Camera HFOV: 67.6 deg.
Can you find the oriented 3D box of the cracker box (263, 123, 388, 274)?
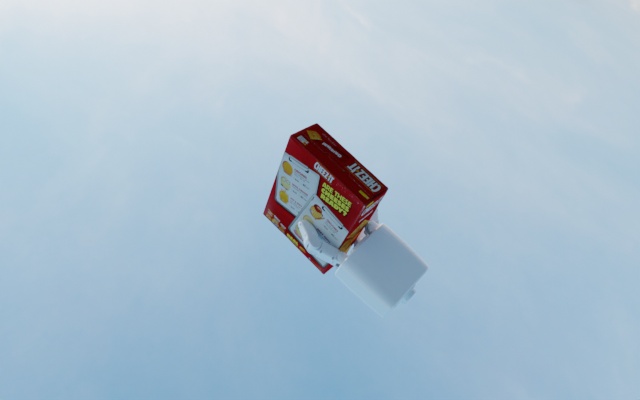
[{"bbox_3d":[0.000,0.003,0.806,0.072,0.164,0.214,-34,-19,-37],"label":"cracker box"}]
